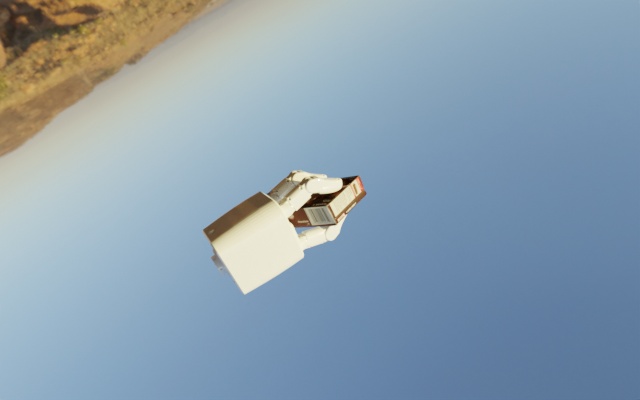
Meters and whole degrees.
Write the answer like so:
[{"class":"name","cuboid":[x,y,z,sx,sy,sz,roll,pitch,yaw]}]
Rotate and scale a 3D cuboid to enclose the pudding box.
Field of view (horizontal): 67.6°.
[{"class":"pudding box","cuboid":[0.000,0.003,0.727,0.113,0.039,0.090,-3,29,42]}]
